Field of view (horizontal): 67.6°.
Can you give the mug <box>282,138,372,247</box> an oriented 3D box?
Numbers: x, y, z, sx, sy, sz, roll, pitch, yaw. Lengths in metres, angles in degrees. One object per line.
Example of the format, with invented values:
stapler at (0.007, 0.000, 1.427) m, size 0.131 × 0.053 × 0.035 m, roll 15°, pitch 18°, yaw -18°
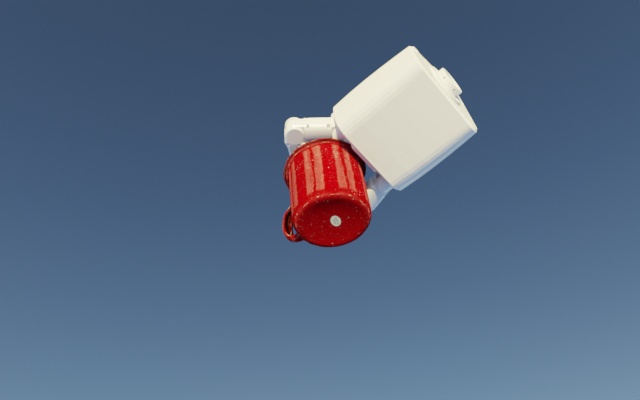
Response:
mug at (-0.001, 0.003, 0.513) m, size 0.117 × 0.081 × 0.093 m, roll -38°, pitch -54°, yaw 25°
